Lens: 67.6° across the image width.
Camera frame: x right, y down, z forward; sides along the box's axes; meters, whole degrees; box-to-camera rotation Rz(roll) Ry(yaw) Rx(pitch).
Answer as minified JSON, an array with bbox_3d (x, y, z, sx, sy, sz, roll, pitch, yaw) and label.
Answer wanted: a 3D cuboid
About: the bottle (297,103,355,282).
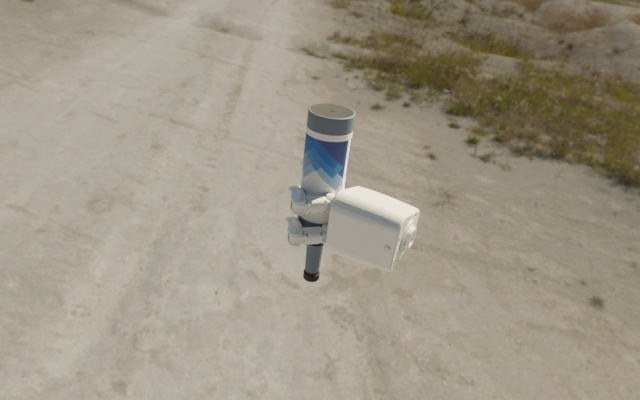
[{"bbox_3d":[0.000,0.002,0.737,0.069,0.296,0.069,5,29,-3],"label":"bottle"}]
